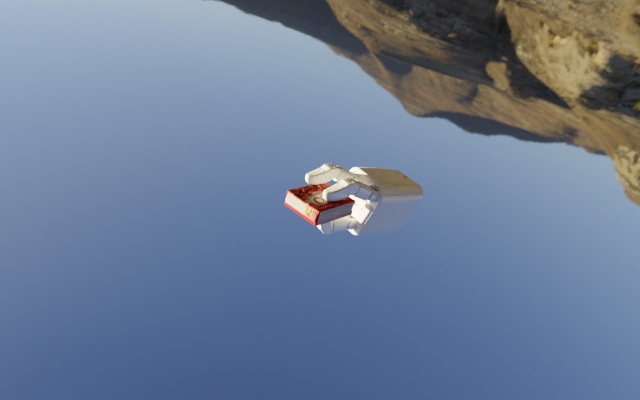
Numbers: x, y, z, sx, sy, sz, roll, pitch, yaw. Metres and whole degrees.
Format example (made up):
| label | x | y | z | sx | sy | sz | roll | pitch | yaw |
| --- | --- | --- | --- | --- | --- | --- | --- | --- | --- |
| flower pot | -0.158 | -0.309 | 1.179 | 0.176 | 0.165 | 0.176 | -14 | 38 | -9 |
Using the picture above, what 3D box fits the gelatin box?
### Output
| label | x | y | z | sx | sy | sz | roll | pitch | yaw |
| --- | --- | --- | --- | --- | --- | --- | --- | --- | --- |
| gelatin box | 0.000 | 0.003 | 0.761 | 0.073 | 0.030 | 0.089 | 34 | 34 | 33 |
